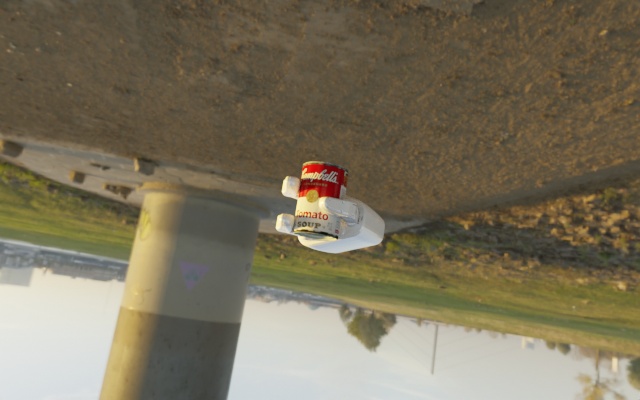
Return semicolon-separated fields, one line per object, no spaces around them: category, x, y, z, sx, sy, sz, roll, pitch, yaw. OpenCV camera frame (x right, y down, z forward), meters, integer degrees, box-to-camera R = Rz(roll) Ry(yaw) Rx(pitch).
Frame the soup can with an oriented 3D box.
soup can;0.000;0.002;0.690;0.068;0.102;0.068;9;-11;2
